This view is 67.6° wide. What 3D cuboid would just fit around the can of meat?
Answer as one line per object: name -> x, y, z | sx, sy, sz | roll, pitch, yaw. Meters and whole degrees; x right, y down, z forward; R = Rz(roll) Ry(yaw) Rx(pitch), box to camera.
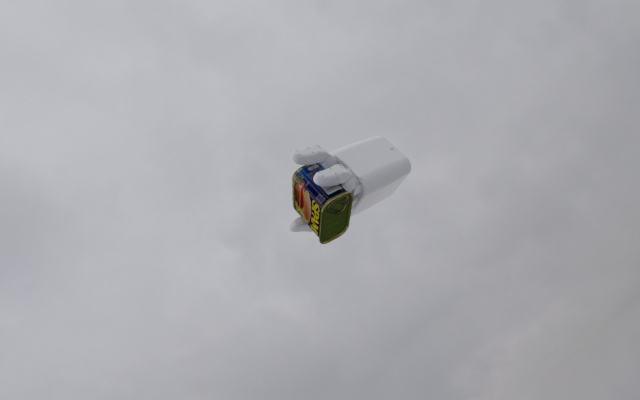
can of meat -> 0.000, 0.002, 0.737 | 0.057, 0.102, 0.084 | -26, 55, -24
